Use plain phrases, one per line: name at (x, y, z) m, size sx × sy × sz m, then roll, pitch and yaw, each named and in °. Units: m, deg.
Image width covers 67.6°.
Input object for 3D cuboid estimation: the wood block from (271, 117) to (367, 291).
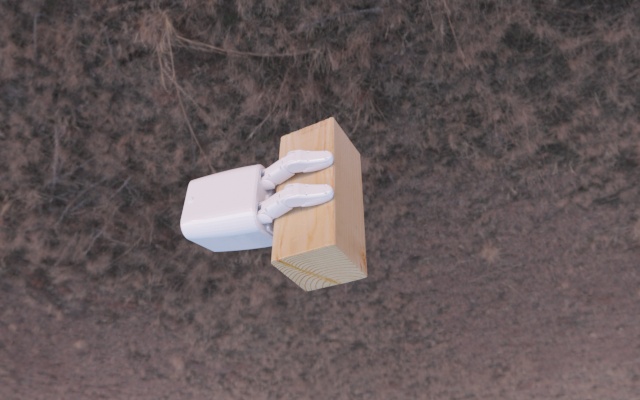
wood block at (0.000, 0.002, 0.639) m, size 0.090 × 0.206 × 0.091 m, roll -18°, pitch -40°, yaw 23°
